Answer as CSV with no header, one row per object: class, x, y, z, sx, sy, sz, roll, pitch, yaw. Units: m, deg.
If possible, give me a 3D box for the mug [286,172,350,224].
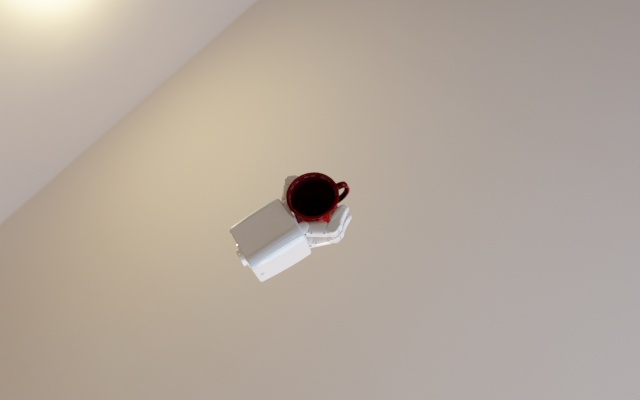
mug,0.001,0.002,0.866,0.117,0.093,0.081,-30,-26,-9
